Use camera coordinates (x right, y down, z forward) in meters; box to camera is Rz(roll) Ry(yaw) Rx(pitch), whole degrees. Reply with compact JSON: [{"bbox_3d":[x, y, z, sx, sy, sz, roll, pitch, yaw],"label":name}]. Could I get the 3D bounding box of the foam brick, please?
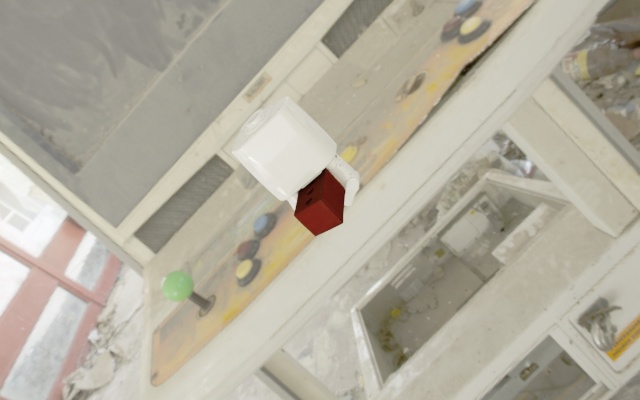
[{"bbox_3d":[0.000,0.002,0.697,0.053,0.078,0.051,-29,-59,26],"label":"foam brick"}]
